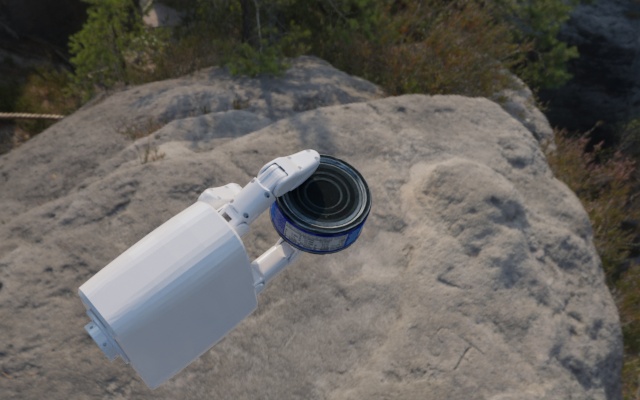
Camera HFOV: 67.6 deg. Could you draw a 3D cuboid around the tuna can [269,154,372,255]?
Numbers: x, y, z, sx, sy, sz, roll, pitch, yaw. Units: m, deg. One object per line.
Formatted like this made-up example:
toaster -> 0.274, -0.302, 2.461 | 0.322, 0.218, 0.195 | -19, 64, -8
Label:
tuna can -> 0.000, 0.001, 0.412 | 0.086, 0.086, 0.034 | 0, -35, -13
